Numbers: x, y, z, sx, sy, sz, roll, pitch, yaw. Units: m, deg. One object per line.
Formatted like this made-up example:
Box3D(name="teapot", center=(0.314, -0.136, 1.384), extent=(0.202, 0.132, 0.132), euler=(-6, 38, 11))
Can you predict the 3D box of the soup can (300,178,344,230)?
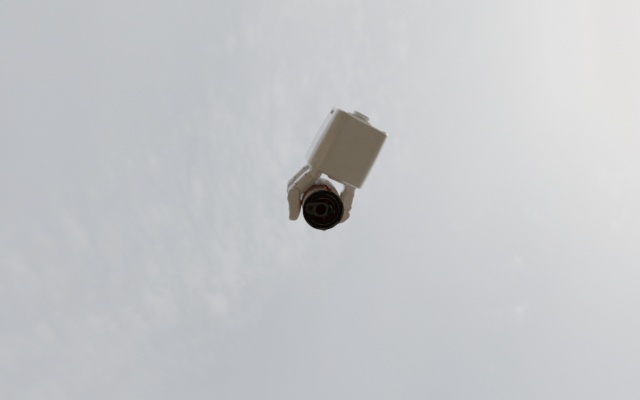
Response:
Box3D(name="soup can", center=(0.000, 0.003, 0.817), extent=(0.068, 0.068, 0.102), euler=(0, 15, -5))
